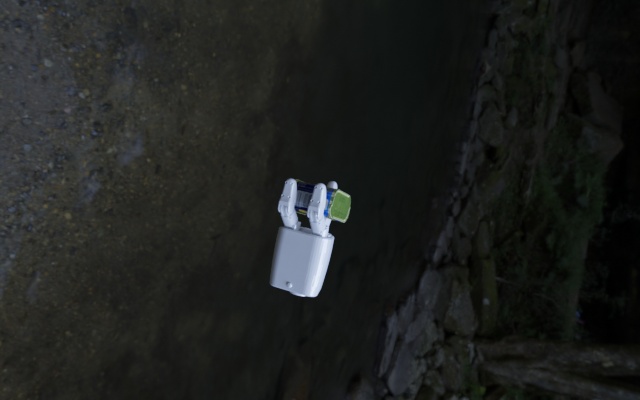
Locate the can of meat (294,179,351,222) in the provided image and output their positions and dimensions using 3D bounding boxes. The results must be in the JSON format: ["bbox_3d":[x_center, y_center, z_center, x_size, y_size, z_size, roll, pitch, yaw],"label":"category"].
[{"bbox_3d":[0.000,0.003,0.855,0.084,0.057,0.102,13,-3,22],"label":"can of meat"}]
